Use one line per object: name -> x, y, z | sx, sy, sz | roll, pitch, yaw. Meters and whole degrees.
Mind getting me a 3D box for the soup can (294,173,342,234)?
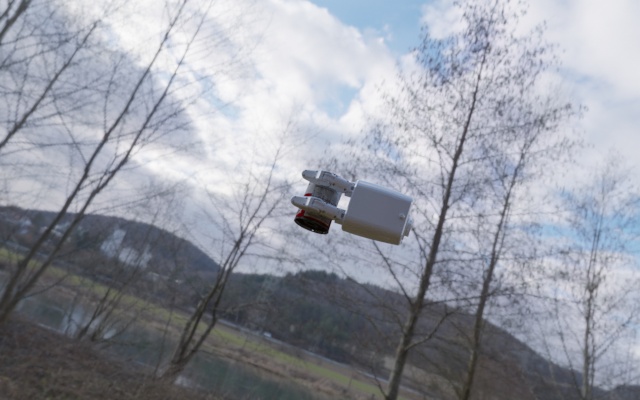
soup can -> 0.000, 0.003, 0.887 | 0.068, 0.102, 0.068 | 19, -18, 7
